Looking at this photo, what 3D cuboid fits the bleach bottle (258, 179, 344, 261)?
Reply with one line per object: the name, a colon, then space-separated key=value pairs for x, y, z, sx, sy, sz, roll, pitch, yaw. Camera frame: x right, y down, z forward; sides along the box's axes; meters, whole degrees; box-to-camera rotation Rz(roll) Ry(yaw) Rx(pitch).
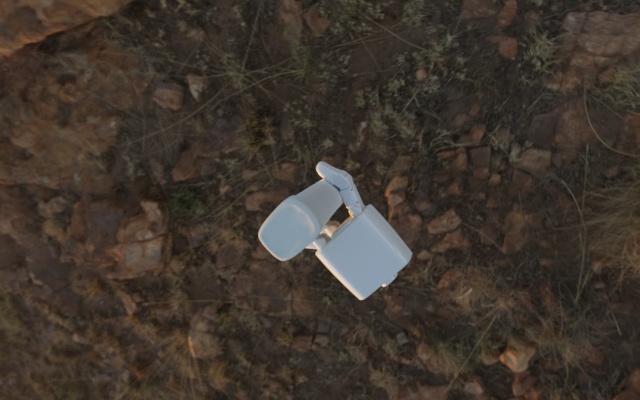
bleach bottle: x=0.000 y=0.003 z=0.762 sx=0.103 sy=0.068 sz=0.250 roll=-44 pitch=-1 yaw=30
